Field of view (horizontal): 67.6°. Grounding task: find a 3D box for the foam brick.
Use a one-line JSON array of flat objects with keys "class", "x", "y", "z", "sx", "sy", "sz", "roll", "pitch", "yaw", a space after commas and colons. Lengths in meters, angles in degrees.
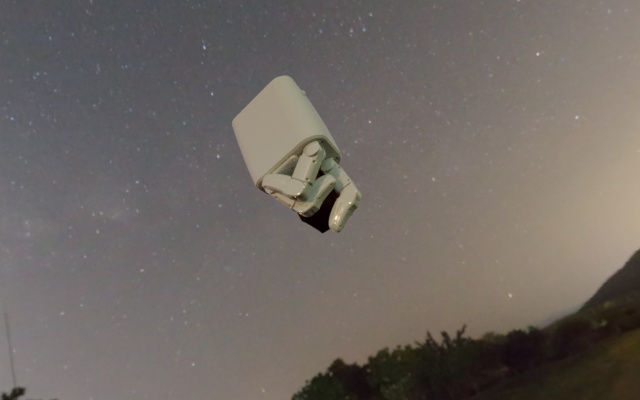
[{"class": "foam brick", "x": 0.000, "y": 0.002, "z": 0.632, "sx": 0.053, "sy": 0.051, "sz": 0.078, "roll": -32, "pitch": -25, "yaw": 9}]
